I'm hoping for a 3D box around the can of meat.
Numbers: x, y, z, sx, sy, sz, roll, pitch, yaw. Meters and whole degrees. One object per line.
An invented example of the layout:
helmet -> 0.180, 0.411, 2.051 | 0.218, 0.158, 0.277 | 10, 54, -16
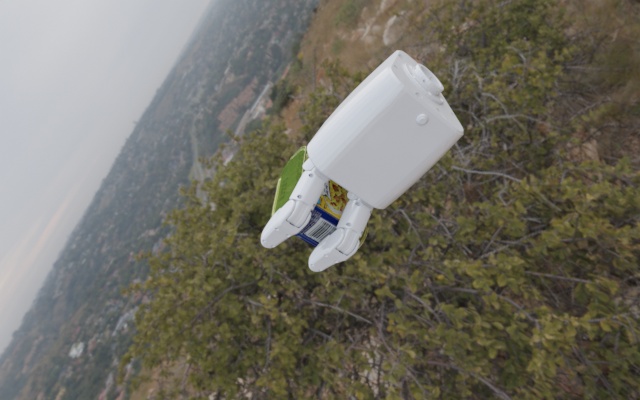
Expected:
can of meat -> 0.000, 0.001, 0.502 | 0.084, 0.102, 0.057 | 33, -55, -23
